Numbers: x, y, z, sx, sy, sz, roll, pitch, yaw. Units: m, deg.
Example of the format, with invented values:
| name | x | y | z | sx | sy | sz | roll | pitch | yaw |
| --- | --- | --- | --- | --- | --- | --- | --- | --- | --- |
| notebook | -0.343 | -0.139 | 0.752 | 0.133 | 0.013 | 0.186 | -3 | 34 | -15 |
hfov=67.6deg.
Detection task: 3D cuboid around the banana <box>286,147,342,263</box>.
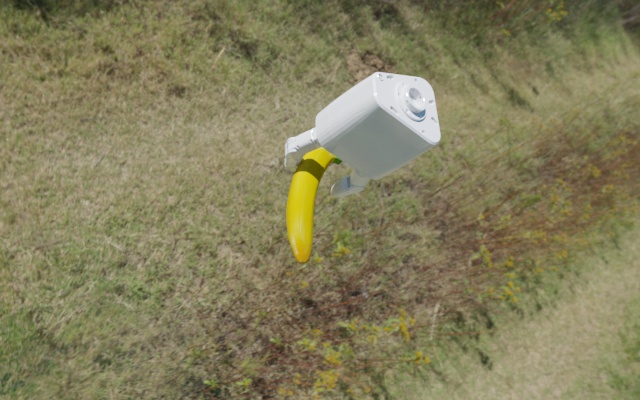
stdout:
| name | x | y | z | sx | sy | sz | roll | pitch | yaw |
| --- | --- | --- | --- | --- | --- | --- | --- | --- | --- |
| banana | -0.012 | -0.011 | 0.652 | 0.070 | 0.197 | 0.037 | 40 | -40 | -24 |
